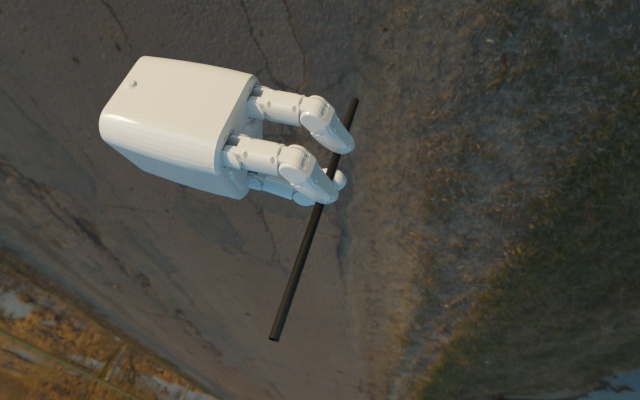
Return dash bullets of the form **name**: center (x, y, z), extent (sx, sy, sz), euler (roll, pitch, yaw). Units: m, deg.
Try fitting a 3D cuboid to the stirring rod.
- **stirring rod**: center (0.000, 0.001, 0.401), extent (0.011, 0.239, 0.011), euler (14, -31, 8)
